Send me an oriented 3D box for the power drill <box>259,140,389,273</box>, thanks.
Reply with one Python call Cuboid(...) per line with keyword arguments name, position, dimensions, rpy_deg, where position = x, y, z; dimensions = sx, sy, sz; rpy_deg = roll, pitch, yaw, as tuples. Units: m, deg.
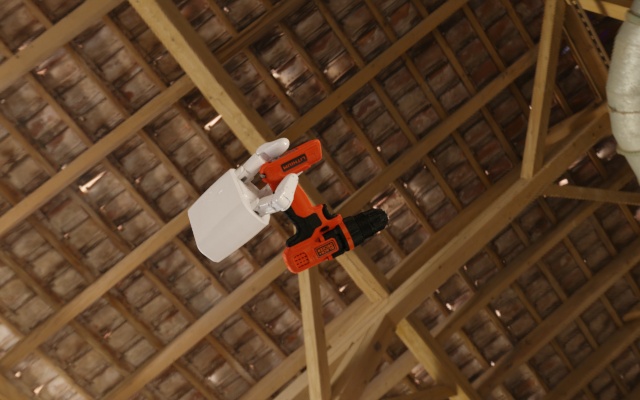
Cuboid(name="power drill", position=(0.000, 0.002, 0.761), dimensions=(0.184, 0.188, 0.057), rpy_deg=(-26, 11, -9))
